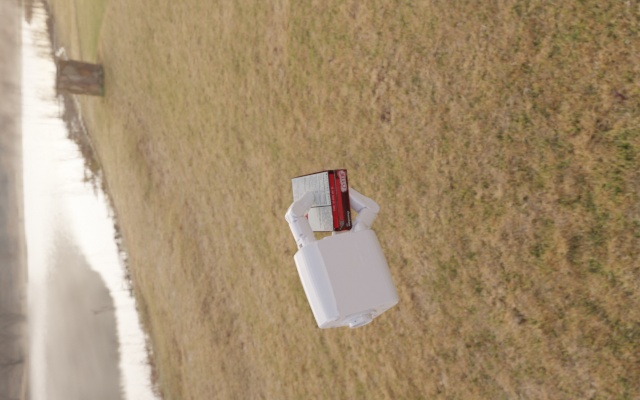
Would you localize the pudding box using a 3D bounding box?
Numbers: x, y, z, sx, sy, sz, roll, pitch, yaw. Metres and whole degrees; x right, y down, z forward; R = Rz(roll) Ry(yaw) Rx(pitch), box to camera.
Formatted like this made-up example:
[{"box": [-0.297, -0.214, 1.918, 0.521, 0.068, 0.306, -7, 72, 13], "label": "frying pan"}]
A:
[{"box": [0.000, 0.002, 0.721, 0.039, 0.090, 0.113, -4, -1, -34], "label": "pudding box"}]
